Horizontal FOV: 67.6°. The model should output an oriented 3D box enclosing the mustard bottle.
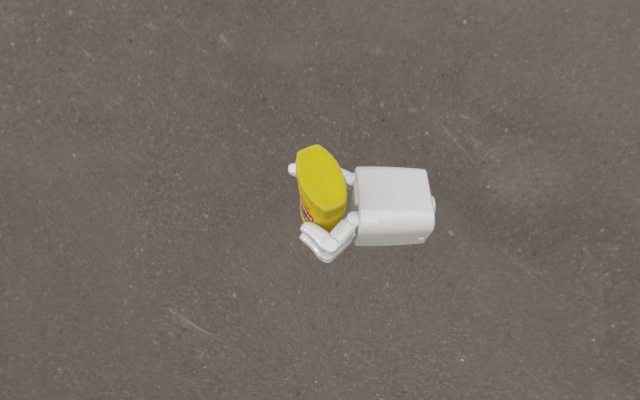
[{"bbox_3d":[0.000,0.002,0.696,0.058,0.096,0.192,-23,-19,-9],"label":"mustard bottle"}]
